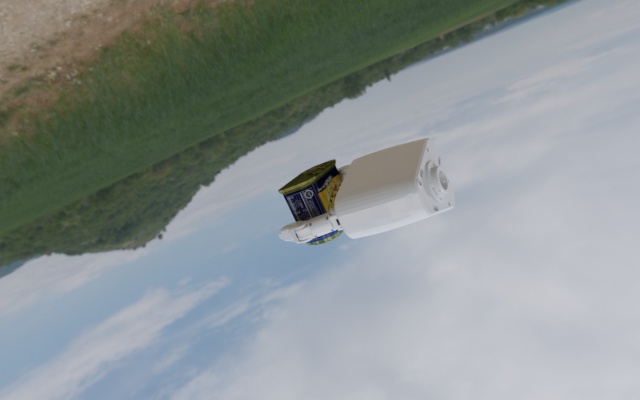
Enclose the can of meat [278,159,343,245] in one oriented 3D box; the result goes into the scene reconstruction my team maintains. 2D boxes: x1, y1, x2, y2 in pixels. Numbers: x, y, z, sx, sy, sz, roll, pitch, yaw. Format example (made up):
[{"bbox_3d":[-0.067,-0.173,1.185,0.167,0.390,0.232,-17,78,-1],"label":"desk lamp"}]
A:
[{"bbox_3d":[0.000,0.002,0.640,0.057,0.084,0.102,-19,13,30],"label":"can of meat"}]
